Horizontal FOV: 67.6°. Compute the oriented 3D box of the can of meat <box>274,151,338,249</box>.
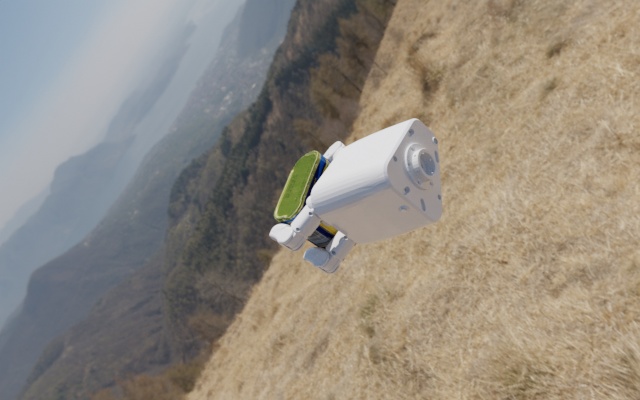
[{"bbox_3d":[0.000,0.002,0.588,0.084,0.102,0.057,36,-31,-29],"label":"can of meat"}]
